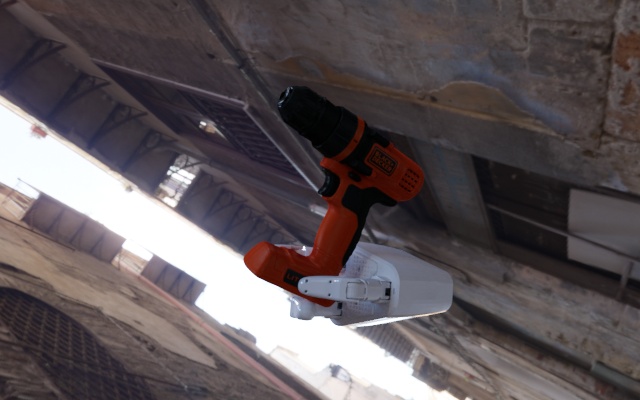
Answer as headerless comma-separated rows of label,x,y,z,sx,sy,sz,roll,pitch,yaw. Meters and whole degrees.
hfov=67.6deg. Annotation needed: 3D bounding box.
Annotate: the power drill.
power drill,0.000,0.002,0.487,0.184,0.187,0.057,31,1,-26
